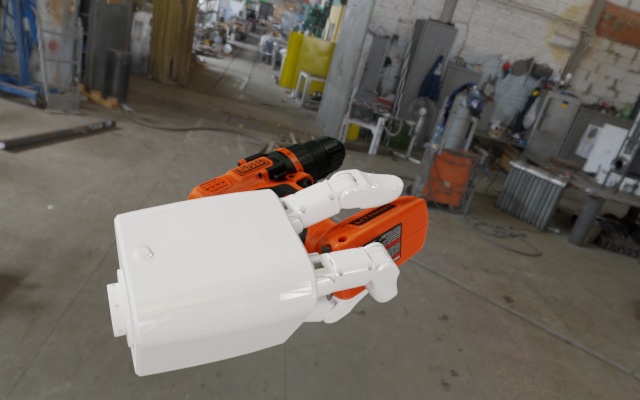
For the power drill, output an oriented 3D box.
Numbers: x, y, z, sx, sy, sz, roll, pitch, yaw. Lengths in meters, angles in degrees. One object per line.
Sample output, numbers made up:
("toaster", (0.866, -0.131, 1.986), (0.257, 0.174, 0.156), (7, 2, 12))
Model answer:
("power drill", (0.000, 0.002, 0.433), (0.184, 0.057, 0.187), (-29, 37, -33))
